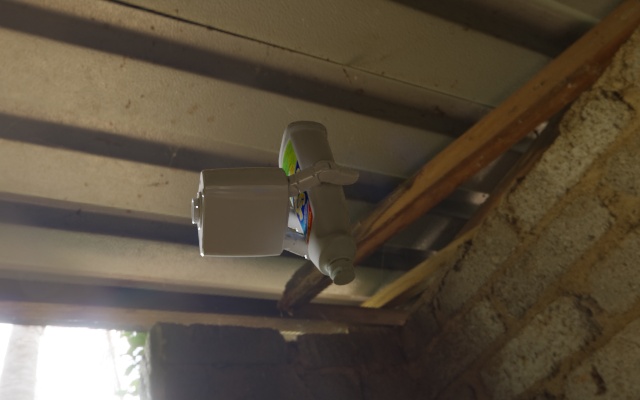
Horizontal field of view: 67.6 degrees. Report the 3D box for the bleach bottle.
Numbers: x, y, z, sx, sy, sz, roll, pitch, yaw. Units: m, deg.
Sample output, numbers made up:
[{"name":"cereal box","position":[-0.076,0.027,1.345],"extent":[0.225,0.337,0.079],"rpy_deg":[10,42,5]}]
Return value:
[{"name":"bleach bottle","position":[0.000,0.002,0.653],"extent":[0.068,0.103,0.250],"rpy_deg":[0,43,-20]}]
